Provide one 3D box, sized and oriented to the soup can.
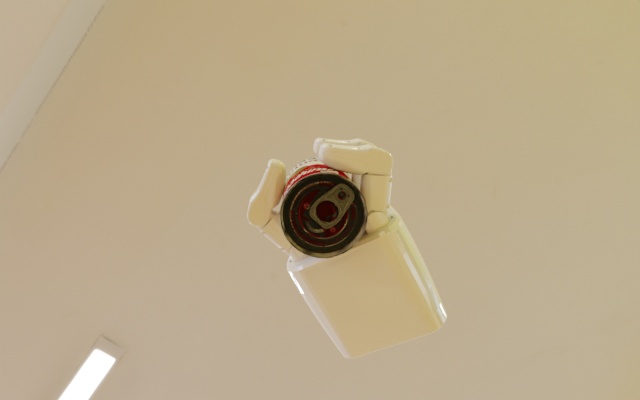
[{"bbox_3d":[0.000,0.001,0.414,0.068,0.068,0.102,0,12,-3],"label":"soup can"}]
